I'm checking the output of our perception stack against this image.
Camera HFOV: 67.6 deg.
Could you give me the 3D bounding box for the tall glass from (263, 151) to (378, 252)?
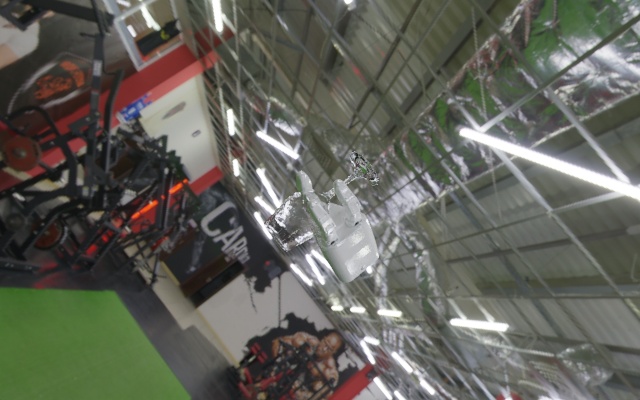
[{"bbox_3d":[0.001,0.002,0.818,0.201,0.079,0.079,-37,10,-13],"label":"tall glass"}]
